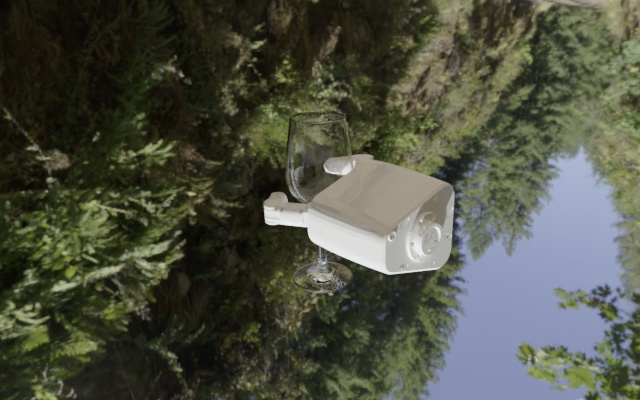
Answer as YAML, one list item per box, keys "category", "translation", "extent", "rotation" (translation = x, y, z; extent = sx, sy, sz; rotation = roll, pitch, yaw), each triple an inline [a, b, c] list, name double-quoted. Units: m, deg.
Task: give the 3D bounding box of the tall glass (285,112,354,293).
- category: "tall glass"
  translation: [0.000, 0.002, 0.555]
  extent: [0.079, 0.201, 0.079]
  rotation: [-2, 21, 1]
